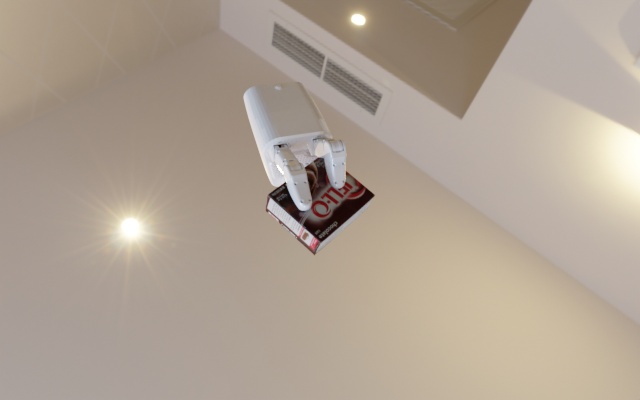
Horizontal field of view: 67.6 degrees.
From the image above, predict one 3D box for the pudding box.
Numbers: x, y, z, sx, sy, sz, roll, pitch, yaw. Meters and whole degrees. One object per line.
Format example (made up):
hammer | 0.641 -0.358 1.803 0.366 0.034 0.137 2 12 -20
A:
pudding box | 0.000 0.002 0.606 0.113 0.090 0.039 -40 -18 -32
